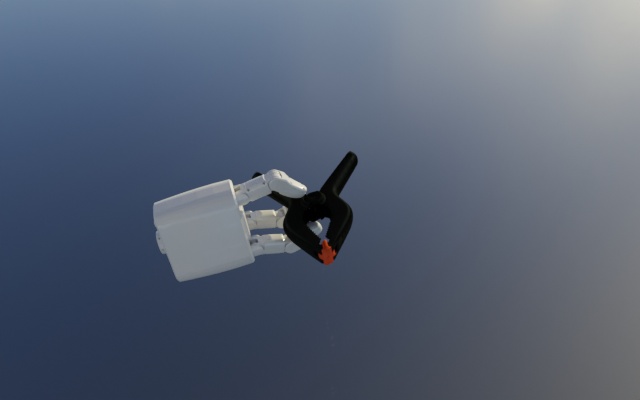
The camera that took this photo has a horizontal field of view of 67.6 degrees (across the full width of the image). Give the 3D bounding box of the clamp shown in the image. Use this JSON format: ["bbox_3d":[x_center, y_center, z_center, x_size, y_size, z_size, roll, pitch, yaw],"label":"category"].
[{"bbox_3d":[0.000,0.002,0.666,0.164,0.036,0.209,-18,40,-7],"label":"clamp"}]
